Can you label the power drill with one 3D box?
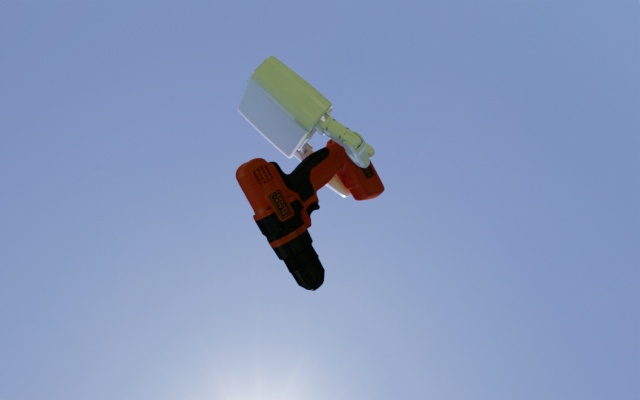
[{"bbox_3d":[0.000,0.002,0.641,0.187,0.184,0.057,-32,8,-35],"label":"power drill"}]
